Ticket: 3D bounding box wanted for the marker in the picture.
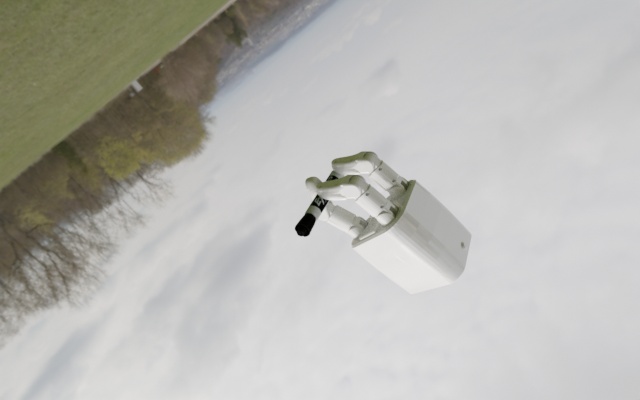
[{"bbox_3d":[0.000,0.002,0.573,0.020,0.020,0.121,0,35,27],"label":"marker"}]
